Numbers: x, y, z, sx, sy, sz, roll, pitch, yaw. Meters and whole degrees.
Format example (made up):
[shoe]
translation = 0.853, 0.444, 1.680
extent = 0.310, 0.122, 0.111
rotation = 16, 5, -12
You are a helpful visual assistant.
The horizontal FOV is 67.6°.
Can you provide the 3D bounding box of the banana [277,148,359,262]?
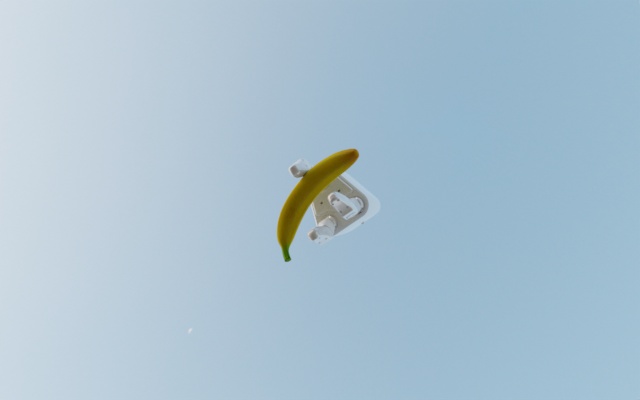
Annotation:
[banana]
translation = -0.015, -0.004, 0.729
extent = 0.069, 0.198, 0.037
rotation = 36, 8, 29
